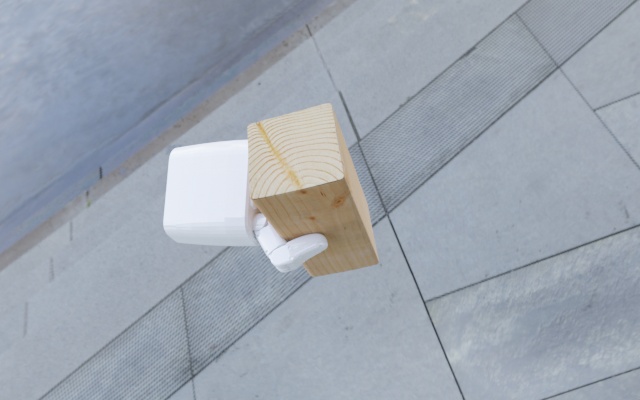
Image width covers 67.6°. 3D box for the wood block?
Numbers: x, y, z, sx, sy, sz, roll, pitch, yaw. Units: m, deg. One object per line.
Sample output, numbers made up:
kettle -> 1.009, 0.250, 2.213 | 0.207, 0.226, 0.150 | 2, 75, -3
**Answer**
wood block -> 0.000, 0.002, 0.530 | 0.090, 0.090, 0.206 | -13, -31, 10
